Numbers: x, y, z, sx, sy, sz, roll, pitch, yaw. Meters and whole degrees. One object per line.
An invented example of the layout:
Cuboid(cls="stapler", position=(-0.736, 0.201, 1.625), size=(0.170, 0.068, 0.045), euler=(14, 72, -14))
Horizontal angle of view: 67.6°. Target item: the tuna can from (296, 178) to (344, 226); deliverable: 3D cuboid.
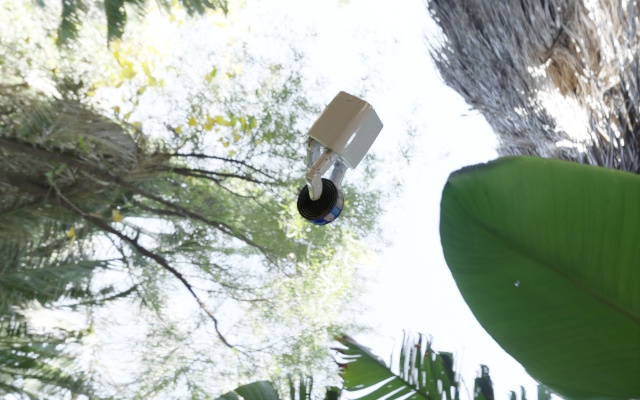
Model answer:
Cuboid(cls="tuna can", position=(0.000, 0.003, 0.890), size=(0.086, 0.086, 0.034), euler=(0, -24, 32))
